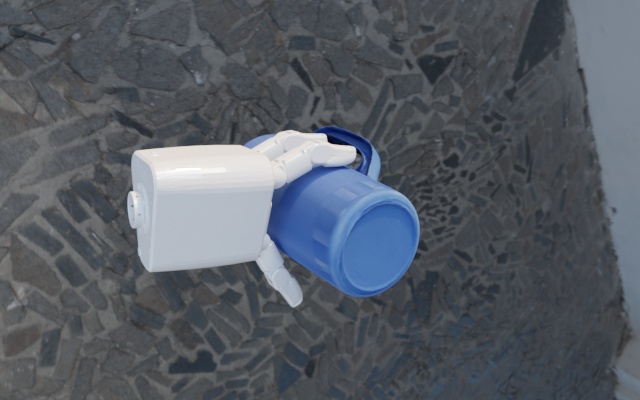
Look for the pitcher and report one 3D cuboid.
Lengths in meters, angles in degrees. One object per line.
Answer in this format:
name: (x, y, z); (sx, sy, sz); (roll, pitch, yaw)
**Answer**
pitcher: (0.000, 0.002, 0.538); (0.145, 0.149, 0.242); (-5, 19, -31)
